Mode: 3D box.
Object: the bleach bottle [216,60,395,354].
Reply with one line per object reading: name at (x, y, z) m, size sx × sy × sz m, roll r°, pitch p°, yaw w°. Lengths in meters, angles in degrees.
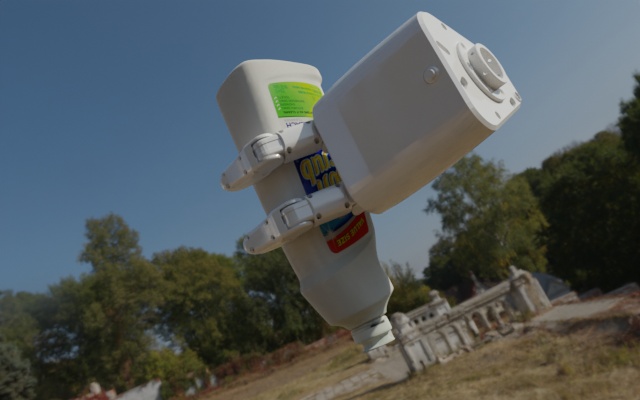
bleach bottle at (0.000, 0.001, 0.405) m, size 0.102 × 0.250 × 0.068 m, roll -9°, pitch -22°, yaw -46°
